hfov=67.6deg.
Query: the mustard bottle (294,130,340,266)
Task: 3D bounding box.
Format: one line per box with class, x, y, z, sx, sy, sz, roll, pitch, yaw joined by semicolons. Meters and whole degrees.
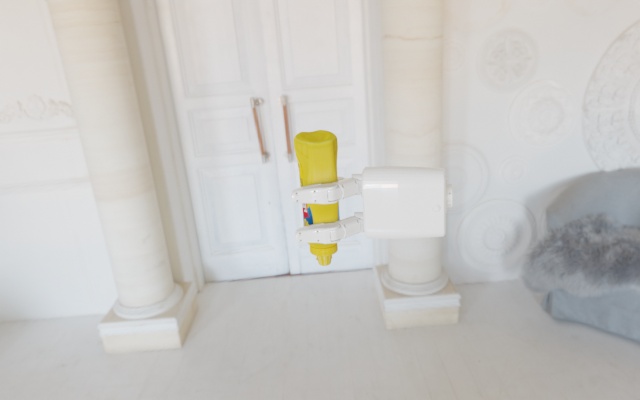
mustard bottle;0.000;0.002;0.672;0.058;0.192;0.096;-8;19;-9
